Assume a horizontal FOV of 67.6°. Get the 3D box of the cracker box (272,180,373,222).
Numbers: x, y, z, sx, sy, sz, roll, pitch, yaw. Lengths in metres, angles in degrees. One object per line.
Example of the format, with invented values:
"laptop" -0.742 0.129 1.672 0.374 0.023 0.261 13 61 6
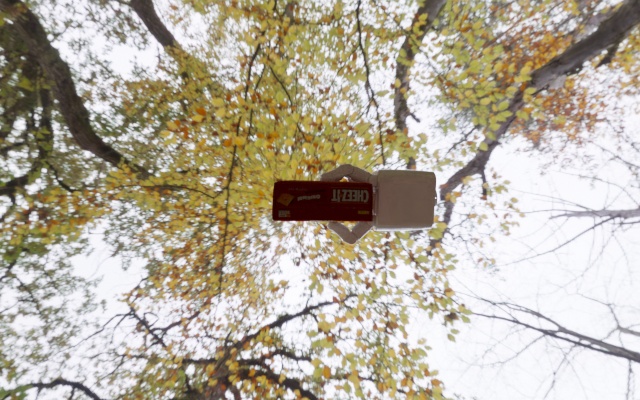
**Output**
"cracker box" 0.000 0.003 0.870 0.164 0.072 0.214 0 -2 -2
